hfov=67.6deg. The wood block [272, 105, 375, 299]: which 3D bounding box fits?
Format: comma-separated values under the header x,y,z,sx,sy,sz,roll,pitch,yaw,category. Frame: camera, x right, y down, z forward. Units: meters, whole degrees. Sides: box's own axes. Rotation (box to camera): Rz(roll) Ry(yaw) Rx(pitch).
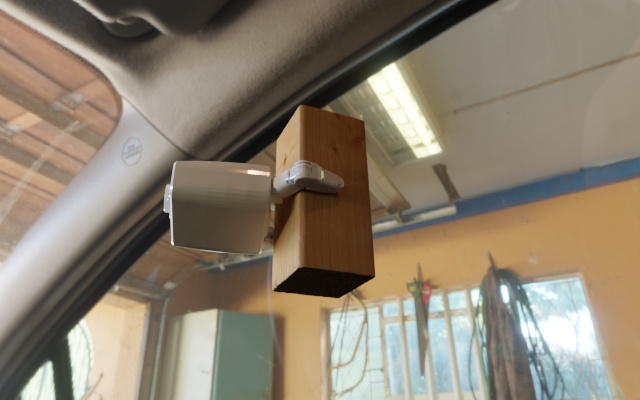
x,y,z,sx,sy,sz,roll,pitch,yaw,category
0.000,0.002,0.573,0.090,0.206,0.091,11,-30,-22,wood block
